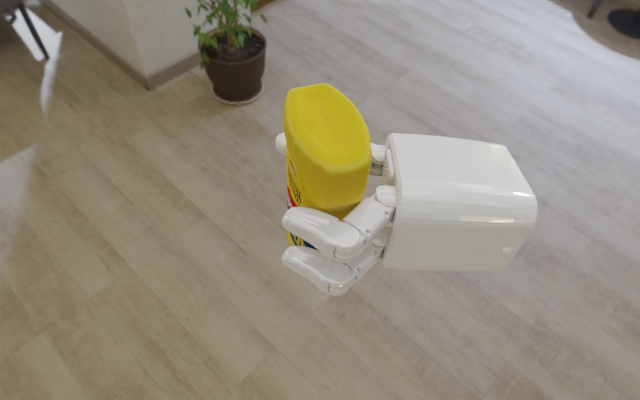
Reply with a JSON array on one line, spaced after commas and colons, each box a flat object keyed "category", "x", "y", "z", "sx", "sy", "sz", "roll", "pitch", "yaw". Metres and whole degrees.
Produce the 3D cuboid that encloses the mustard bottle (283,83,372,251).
[{"category": "mustard bottle", "x": 0.000, "y": 0.001, "z": 0.417, "sx": 0.058, "sy": 0.096, "sz": 0.192, "roll": -16, "pitch": -35, "yaw": -15}]
